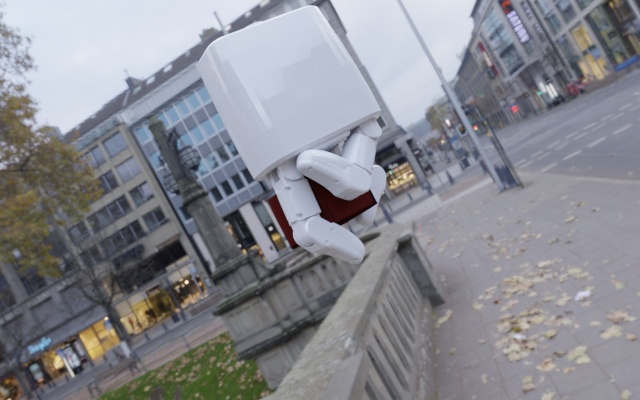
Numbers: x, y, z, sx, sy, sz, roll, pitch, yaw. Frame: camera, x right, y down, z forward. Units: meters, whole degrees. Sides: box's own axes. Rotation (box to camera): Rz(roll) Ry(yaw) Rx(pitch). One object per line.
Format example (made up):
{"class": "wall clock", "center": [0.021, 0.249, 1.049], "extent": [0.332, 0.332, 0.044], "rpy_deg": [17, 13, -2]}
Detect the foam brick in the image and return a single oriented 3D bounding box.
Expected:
{"class": "foam brick", "center": [0.000, 0.002, 0.420], "extent": [0.053, 0.051, 0.078], "rpy_deg": [-28, -2, -38]}
